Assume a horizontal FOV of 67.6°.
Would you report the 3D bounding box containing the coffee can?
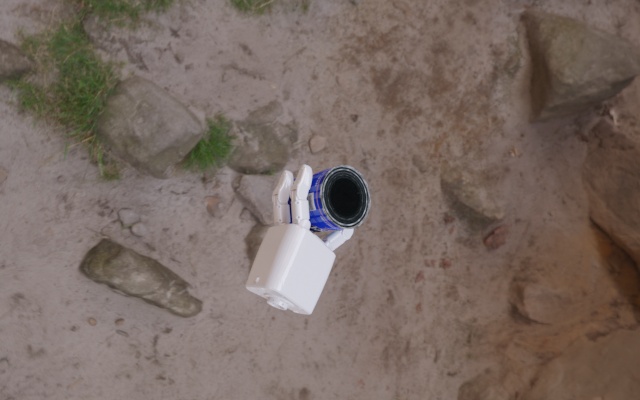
[{"bbox_3d":[0.000,0.003,0.806,0.103,0.103,0.140,0,-7,-37],"label":"coffee can"}]
